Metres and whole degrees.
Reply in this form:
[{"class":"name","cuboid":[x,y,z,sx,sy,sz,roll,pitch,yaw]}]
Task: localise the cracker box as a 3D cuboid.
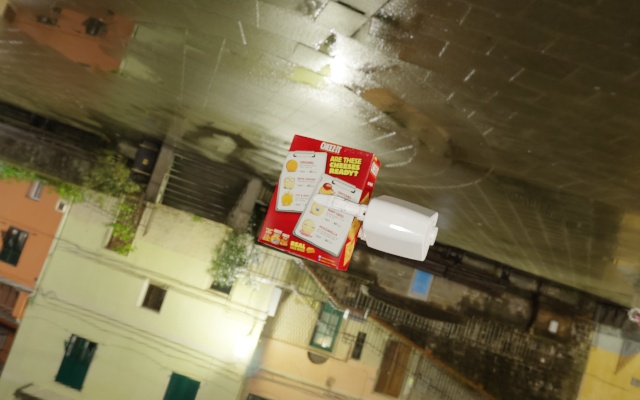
[{"class":"cracker box","cuboid":[0.000,0.003,0.884,0.164,0.213,0.072,17,-6,20]}]
